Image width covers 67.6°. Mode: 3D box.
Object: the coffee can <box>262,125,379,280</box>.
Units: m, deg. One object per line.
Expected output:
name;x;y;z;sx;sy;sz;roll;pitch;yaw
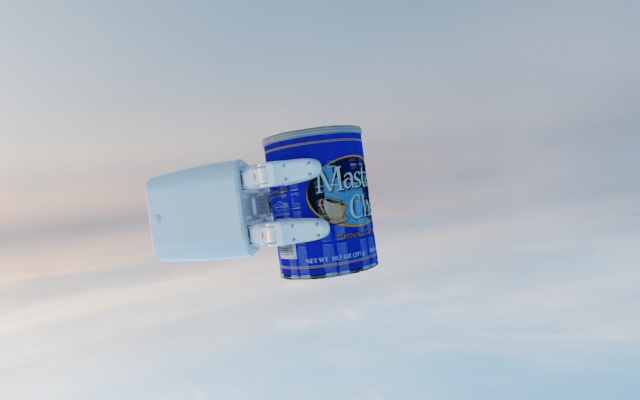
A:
coffee can;0.000;0.001;0.491;0.103;0.140;0.103;-8;1;0
